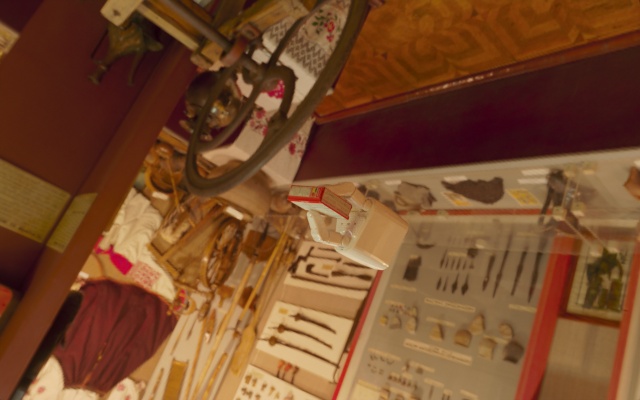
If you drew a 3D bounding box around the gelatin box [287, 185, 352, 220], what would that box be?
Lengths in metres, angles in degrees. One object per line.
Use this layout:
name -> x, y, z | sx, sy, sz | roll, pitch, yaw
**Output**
gelatin box -> 0.000, 0.003, 0.811 | 0.073, 0.030, 0.089 | 5, -17, 39
